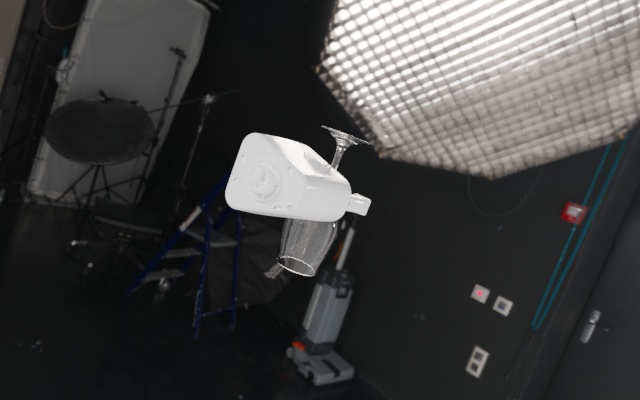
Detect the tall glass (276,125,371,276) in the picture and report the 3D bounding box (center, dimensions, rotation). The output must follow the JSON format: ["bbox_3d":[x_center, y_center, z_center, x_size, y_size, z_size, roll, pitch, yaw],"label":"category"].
[{"bbox_3d":[0.000,0.002,0.669,0.079,0.201,0.079,20,7,-3],"label":"tall glass"}]
